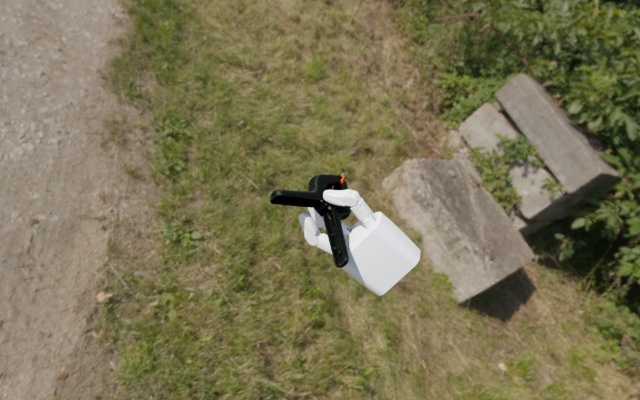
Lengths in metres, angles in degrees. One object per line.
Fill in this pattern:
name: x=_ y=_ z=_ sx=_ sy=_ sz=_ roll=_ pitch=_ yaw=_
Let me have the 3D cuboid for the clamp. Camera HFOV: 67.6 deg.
clamp: x=0.001 y=0.002 z=0.828 sx=0.036 sy=0.164 sz=0.210 roll=-40 pitch=15 yaw=30
